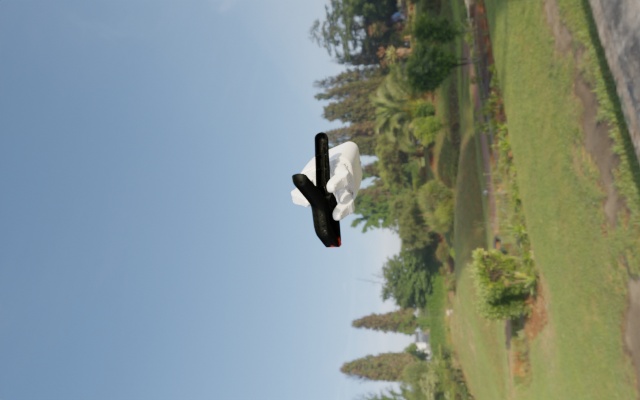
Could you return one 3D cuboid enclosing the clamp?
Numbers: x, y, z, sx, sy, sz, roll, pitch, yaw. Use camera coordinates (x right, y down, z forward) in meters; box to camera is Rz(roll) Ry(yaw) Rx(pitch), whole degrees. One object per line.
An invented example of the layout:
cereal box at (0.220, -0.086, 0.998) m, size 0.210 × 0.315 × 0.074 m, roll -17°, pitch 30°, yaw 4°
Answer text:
clamp at (0.000, 0.003, 0.845) m, size 0.036 × 0.210 × 0.164 m, roll -3°, pitch 25°, yaw 19°
